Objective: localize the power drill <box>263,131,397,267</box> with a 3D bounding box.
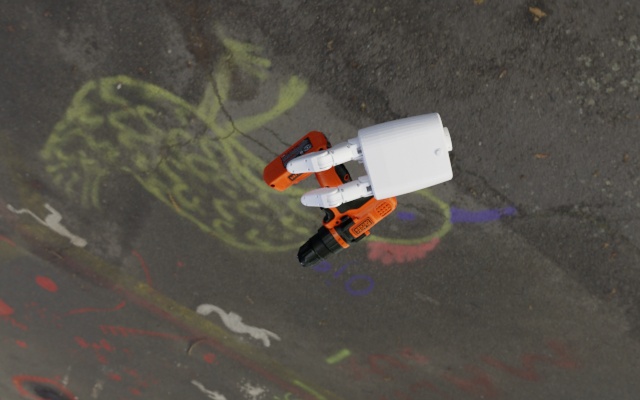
[{"bbox_3d":[0.000,0.002,0.718,0.188,0.184,0.057,47,9,-35],"label":"power drill"}]
